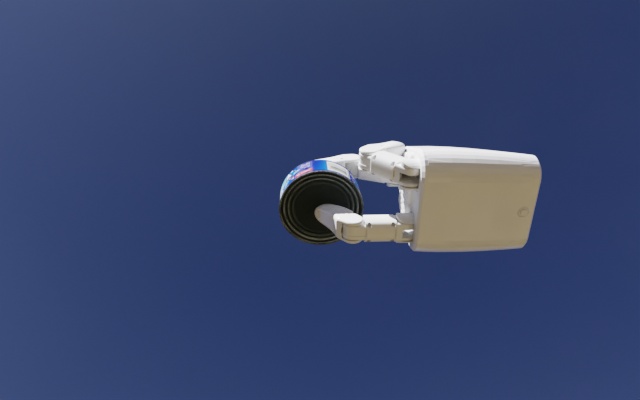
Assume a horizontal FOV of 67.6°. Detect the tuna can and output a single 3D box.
[{"bbox_3d":[0.000,0.001,0.497,0.086,0.086,0.033,0,28,-3],"label":"tuna can"}]
